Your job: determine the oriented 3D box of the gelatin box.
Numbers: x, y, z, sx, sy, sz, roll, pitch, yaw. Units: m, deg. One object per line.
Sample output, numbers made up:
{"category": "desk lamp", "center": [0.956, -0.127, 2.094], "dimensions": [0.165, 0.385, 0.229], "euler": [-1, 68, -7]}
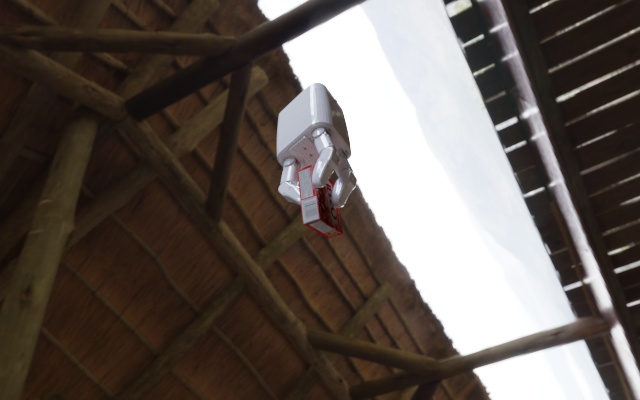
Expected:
{"category": "gelatin box", "center": [0.000, 0.003, 0.698], "dimensions": [0.030, 0.089, 0.073], "euler": [-19, -28, 22]}
